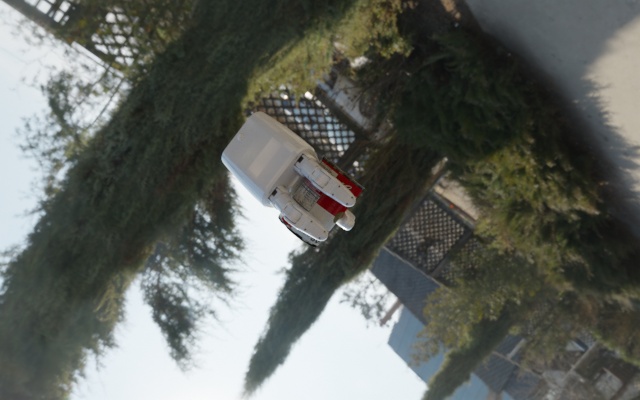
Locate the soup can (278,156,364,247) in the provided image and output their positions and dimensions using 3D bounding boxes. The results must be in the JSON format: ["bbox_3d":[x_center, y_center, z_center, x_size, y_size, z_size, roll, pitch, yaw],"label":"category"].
[{"bbox_3d":[0.000,0.003,0.628,0.068,0.102,0.068,38,5,-4],"label":"soup can"}]
